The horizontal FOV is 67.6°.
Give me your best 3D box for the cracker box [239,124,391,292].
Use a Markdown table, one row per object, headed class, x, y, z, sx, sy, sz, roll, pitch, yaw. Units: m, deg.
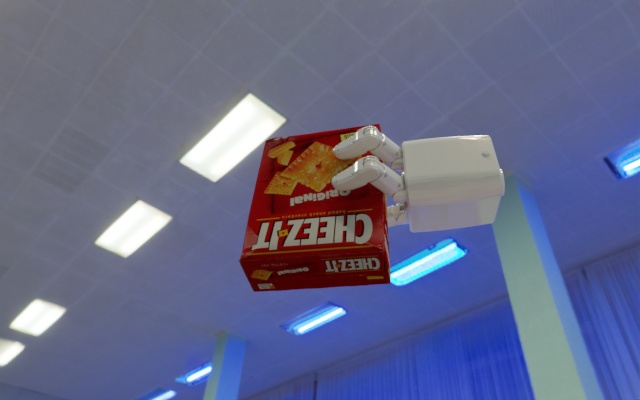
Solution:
| class | x | y | z | sx | sy | sz | roll | pitch | yaw |
| --- | --- | --- | --- | --- | --- | --- | --- | --- | --- |
| cracker box | 0.000 | 0.002 | 0.598 | 0.164 | 0.213 | 0.072 | -6 | -44 | 11 |
